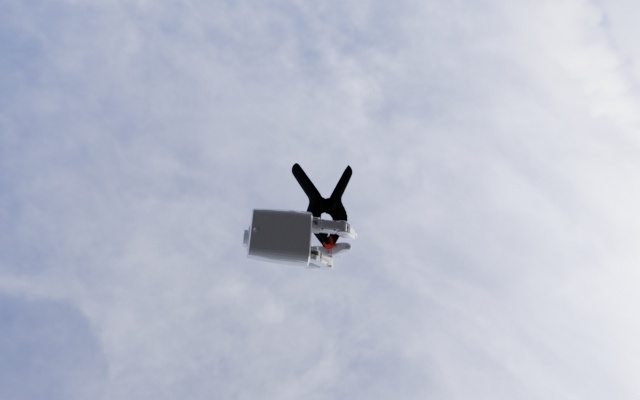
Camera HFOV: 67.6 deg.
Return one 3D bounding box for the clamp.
[{"bbox_3d":[0.000,0.003,0.895,0.120,0.171,0.039,7,-24,-8],"label":"clamp"}]
